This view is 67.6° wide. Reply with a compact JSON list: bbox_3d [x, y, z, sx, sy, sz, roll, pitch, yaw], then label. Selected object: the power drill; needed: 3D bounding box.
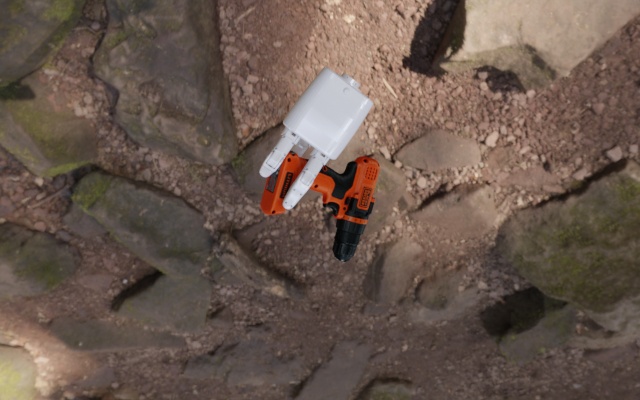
[{"bbox_3d":[0.000,0.002,0.787,0.188,0.184,0.057,13,3,-29],"label":"power drill"}]
